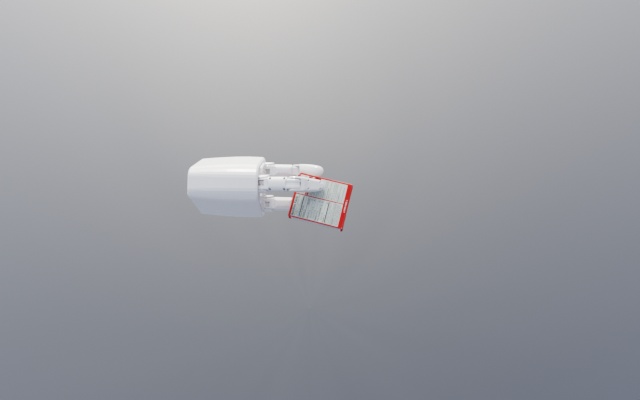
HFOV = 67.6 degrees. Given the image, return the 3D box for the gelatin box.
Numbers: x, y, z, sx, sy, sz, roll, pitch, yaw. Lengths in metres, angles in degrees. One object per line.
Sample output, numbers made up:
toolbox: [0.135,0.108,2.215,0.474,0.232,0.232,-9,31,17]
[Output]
gelatin box: [0.000,0.002,0.753,0.089,0.073,0.030,13,-12,4]
